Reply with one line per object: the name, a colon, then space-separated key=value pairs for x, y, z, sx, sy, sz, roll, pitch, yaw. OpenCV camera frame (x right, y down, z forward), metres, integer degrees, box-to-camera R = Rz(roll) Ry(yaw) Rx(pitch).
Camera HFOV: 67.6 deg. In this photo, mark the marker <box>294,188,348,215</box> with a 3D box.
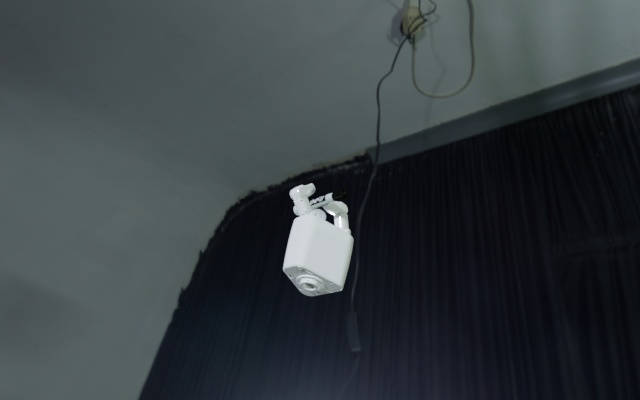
marker: x=0.000 y=0.003 z=0.869 sx=0.121 sy=0.020 sz=0.020 roll=-20 pitch=-12 yaw=37
